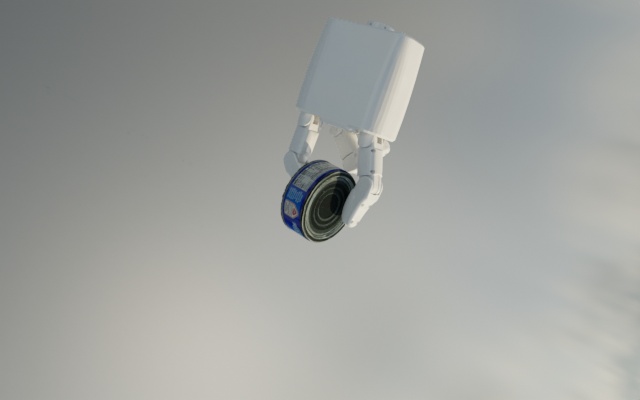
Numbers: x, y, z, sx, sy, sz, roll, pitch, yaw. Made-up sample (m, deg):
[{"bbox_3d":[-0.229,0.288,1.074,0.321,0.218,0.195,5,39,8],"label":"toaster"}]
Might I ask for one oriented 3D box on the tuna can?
[{"bbox_3d":[0.000,0.002,0.516,0.033,0.086,0.086,30,19,38],"label":"tuna can"}]
